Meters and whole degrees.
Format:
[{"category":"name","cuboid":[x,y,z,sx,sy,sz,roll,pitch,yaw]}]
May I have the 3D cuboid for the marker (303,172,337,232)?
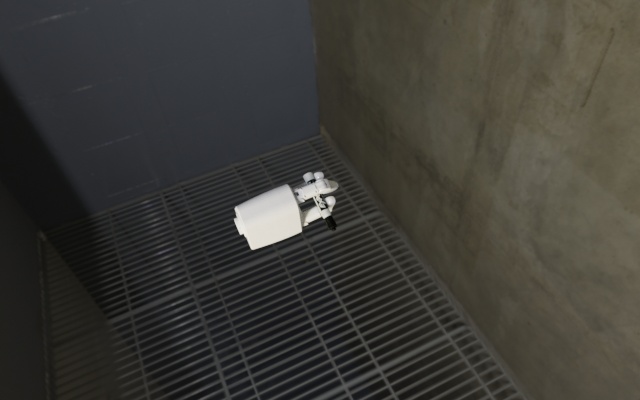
[{"category":"marker","cuboid":[0.000,0.003,0.896,0.020,0.121,0.020,-24,-15,-7]}]
